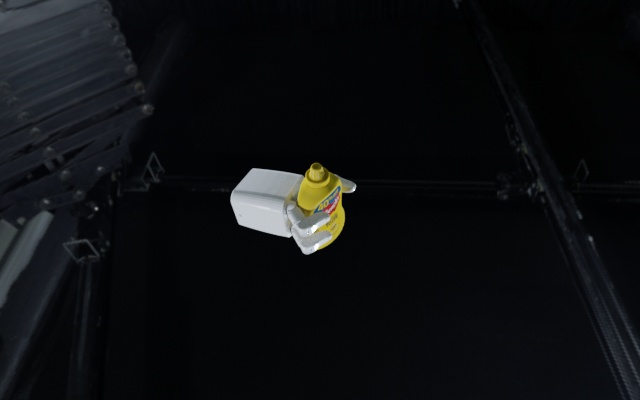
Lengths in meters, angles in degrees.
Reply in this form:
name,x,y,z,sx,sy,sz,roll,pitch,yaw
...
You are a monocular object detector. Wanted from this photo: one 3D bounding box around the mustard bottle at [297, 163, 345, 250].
name,x,y,z,sx,sy,sz,roll,pitch,yaw
mustard bottle,0.000,0.003,0.868,0.058,0.192,0.096,33,61,28
